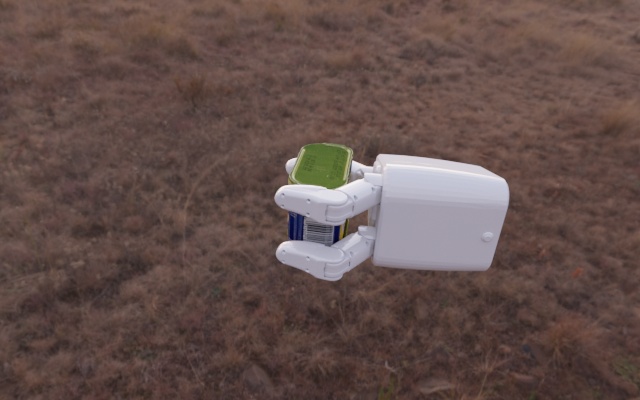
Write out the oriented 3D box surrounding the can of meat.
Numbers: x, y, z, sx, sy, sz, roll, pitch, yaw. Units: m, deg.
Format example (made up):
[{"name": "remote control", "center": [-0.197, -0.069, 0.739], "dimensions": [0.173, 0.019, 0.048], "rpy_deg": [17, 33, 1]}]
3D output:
[{"name": "can of meat", "center": [0.000, 0.001, 0.456], "dimensions": [0.057, 0.084, 0.102], "rpy_deg": [7, 30, 4]}]
